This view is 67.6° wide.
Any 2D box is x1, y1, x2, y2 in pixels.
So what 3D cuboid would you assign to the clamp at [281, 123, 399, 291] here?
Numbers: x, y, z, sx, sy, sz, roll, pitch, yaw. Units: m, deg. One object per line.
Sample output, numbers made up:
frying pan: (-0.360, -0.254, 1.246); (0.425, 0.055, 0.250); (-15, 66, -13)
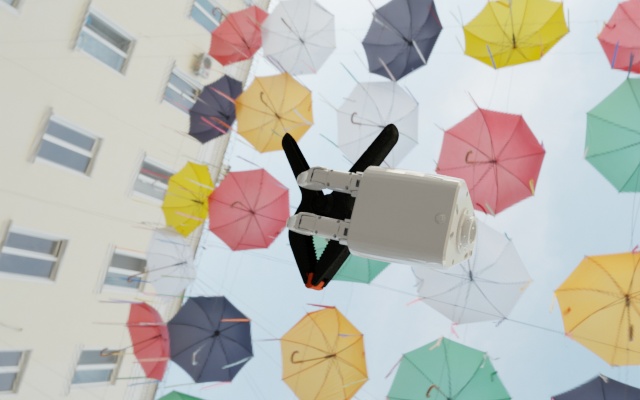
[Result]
clamp: (0.001, 0.003, 0.588); (0.164, 0.210, 0.036); (8, -11, 34)
